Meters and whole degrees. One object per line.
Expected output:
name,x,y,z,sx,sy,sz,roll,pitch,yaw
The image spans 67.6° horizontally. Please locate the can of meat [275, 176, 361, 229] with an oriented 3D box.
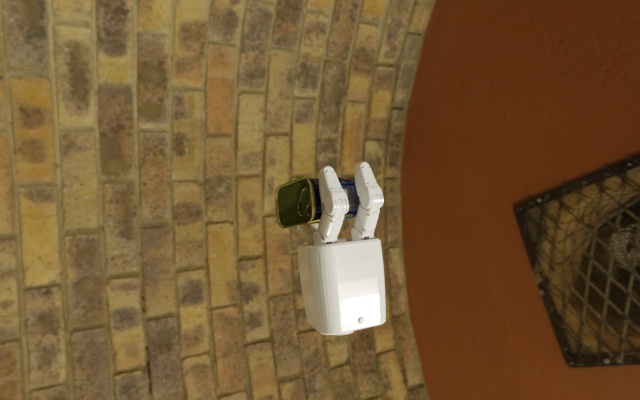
can of meat,0.000,0.002,0.621,0.084,0.057,0.102,-3,-7,-30
